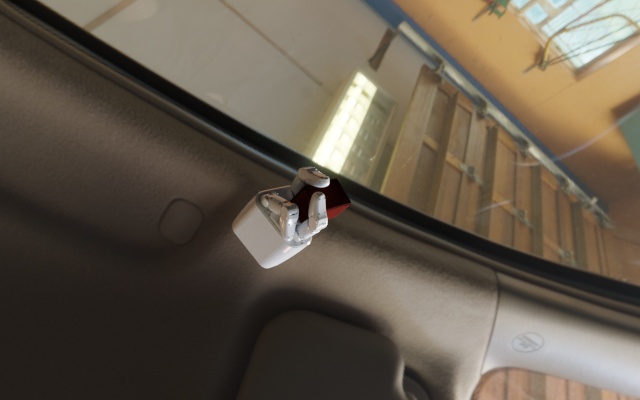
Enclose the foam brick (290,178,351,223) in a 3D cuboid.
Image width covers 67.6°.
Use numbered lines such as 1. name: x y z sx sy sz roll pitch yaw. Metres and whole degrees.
1. foam brick: 0.000 0.003 0.799 0.078 0.053 0.051 -14 -21 -42
